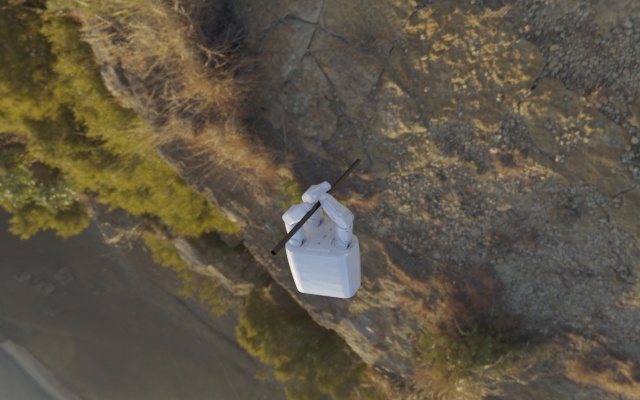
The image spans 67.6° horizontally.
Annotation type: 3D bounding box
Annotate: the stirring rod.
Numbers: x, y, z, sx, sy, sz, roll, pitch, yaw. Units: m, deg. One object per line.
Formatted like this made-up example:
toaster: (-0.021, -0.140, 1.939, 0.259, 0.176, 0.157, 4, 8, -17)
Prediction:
stirring rod: (0.000, 0.002, 0.721, 0.011, 0.011, 0.239, 0, 35, 40)
